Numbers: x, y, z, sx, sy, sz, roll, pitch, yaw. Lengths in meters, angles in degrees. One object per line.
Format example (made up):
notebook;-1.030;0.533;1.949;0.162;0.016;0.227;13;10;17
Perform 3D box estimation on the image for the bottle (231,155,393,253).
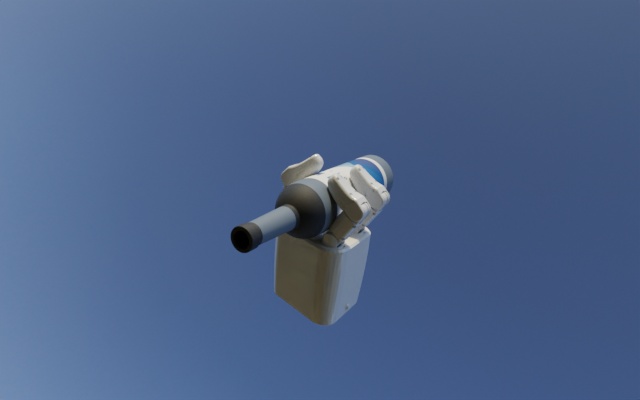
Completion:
bottle;0.000;0.002;0.573;0.069;0.069;0.295;0;14;32
